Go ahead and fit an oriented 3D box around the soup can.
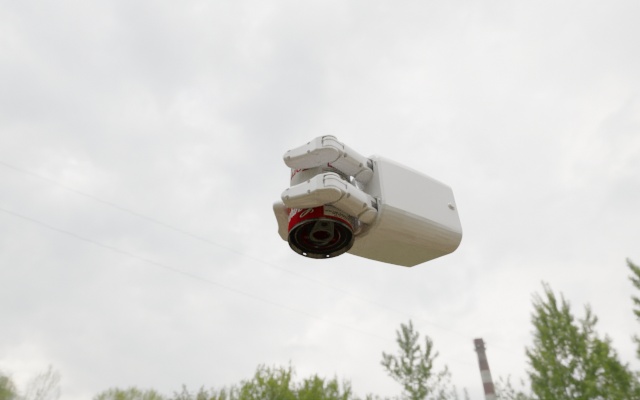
[{"bbox_3d":[0.000,0.001,0.510,0.068,0.102,0.069,-1,-40,0],"label":"soup can"}]
